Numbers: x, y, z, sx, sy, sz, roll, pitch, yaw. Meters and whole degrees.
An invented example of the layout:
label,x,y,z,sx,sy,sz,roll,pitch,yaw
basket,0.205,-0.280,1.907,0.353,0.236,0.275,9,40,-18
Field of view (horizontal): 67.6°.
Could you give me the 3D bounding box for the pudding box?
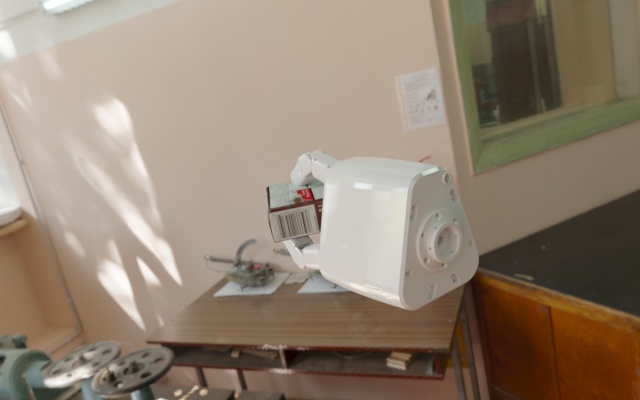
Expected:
label,x,y,z,sx,sy,sz,roll,pitch,yaw
pudding box,0.000,0.002,0.508,0.113,0.039,0.090,-10,17,-4
